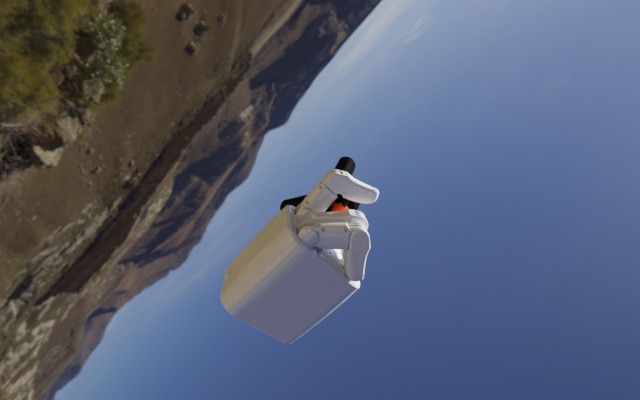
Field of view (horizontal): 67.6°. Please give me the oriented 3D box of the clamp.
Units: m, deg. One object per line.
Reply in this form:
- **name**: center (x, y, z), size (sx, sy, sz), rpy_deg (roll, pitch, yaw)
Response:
- **clamp**: center (0.001, 0.002, 0.592), size (0.120, 0.039, 0.171), rpy_deg (-40, 14, 10)
